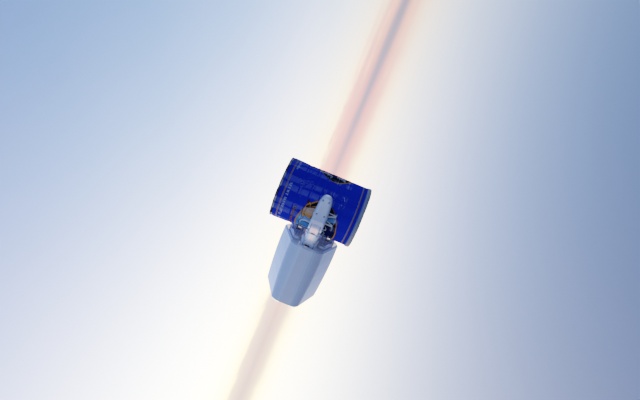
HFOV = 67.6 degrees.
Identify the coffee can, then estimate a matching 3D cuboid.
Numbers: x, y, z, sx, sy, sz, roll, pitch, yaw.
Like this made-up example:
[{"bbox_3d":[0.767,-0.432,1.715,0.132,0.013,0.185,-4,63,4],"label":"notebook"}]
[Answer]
[{"bbox_3d":[0.000,0.002,0.784,0.140,0.103,0.103,23,0,0],"label":"coffee can"}]
